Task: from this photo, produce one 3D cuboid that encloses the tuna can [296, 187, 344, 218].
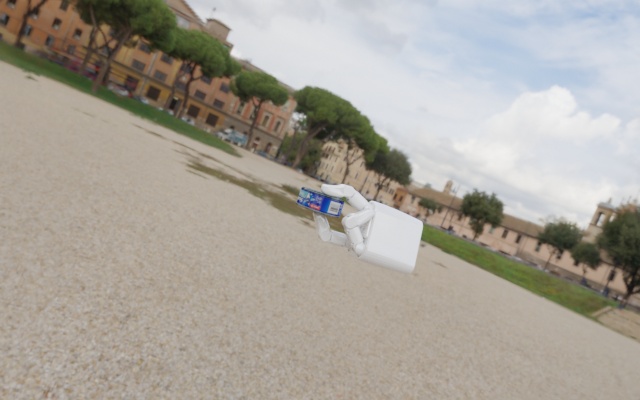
[{"bbox_3d":[0.000,0.002,0.884,0.086,0.034,0.086,18,4,-1],"label":"tuna can"}]
